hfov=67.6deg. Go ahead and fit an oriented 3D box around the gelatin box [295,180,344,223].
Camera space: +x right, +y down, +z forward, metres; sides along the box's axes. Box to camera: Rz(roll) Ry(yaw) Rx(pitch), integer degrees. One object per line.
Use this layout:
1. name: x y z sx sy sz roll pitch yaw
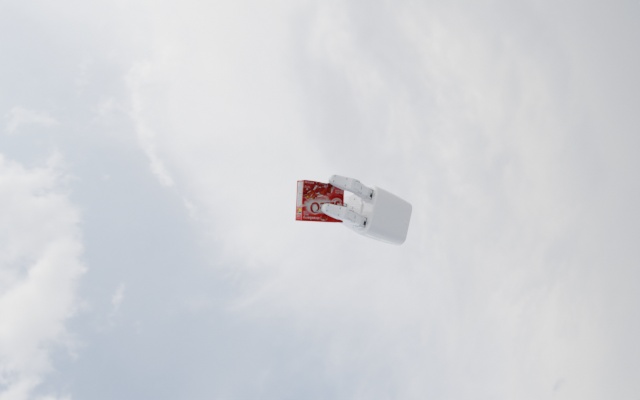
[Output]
1. gelatin box: 0.000 0.003 0.861 0.089 0.073 0.030 5 -4 -30
